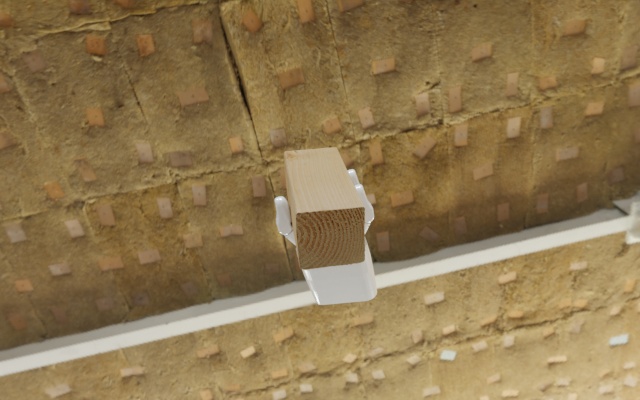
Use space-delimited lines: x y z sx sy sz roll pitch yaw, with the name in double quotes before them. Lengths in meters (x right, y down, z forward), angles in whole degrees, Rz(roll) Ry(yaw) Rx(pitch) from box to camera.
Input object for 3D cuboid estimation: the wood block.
"wood block" 0.000 0.003 0.708 0.091 0.090 0.206 -6 28 -6
